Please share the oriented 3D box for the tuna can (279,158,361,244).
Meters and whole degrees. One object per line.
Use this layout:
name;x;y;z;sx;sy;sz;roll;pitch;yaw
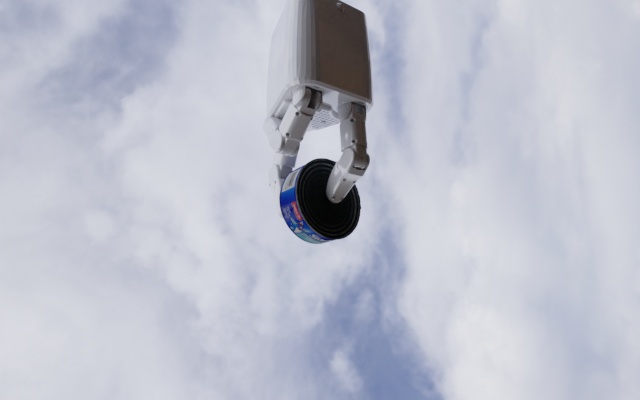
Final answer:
tuna can;0.000;0.002;0.497;0.086;0.086;0.034;0;-14;-41
